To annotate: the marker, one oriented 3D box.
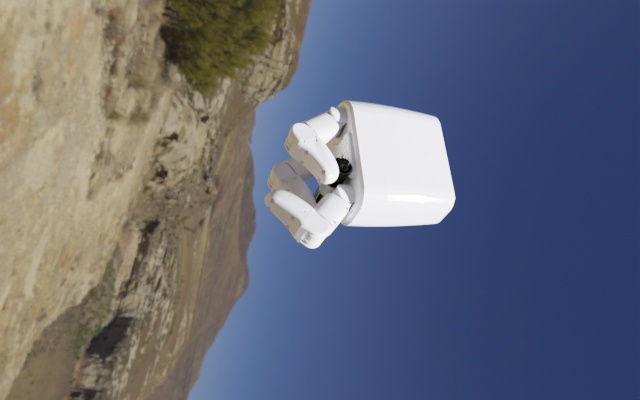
[{"bbox_3d":[0.000,0.002,0.454,0.020,0.020,0.121,0,-36,-25],"label":"marker"}]
